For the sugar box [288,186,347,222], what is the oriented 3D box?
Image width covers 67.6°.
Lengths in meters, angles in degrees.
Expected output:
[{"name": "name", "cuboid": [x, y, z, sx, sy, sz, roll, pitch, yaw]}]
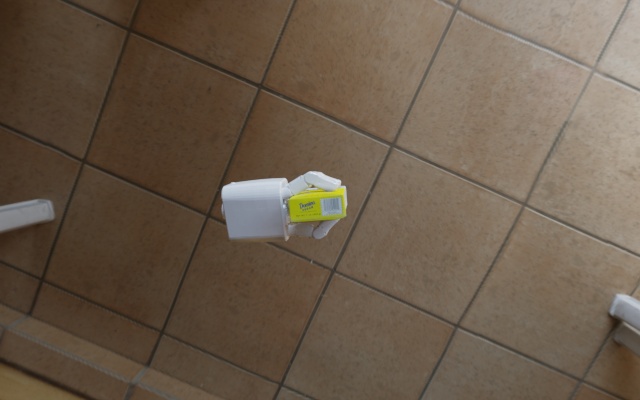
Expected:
[{"name": "sugar box", "cuboid": [0.000, 0.002, 0.862, 0.093, 0.048, 0.176, -4, 9, 4]}]
